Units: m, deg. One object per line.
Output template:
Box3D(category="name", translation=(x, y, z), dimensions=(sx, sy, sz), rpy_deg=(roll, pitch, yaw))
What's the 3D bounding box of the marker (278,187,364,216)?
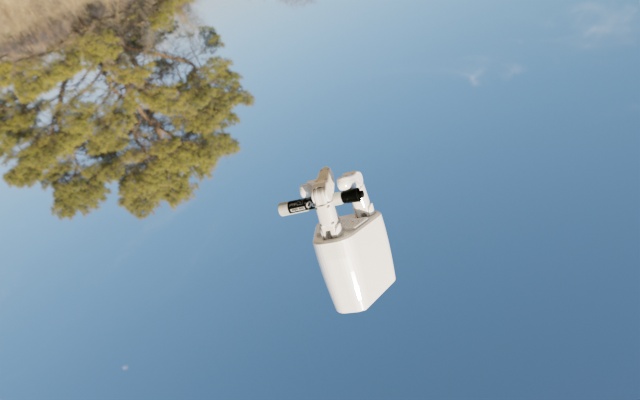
Box3D(category="marker", translation=(0.000, 0.002, 0.631), dimensions=(0.121, 0.020, 0.020), rpy_deg=(-11, -5, 23))
